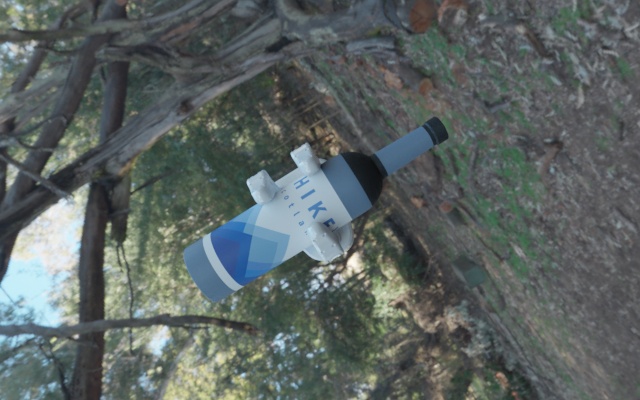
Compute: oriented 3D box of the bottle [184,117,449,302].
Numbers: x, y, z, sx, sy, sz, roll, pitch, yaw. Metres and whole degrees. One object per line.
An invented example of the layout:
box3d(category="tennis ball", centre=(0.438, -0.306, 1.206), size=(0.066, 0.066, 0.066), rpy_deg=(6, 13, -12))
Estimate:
box3d(category="bottle", centre=(0.000, 0.002, 0.499), size=(0.296, 0.069, 0.069), rpy_deg=(-32, -1, 2))
